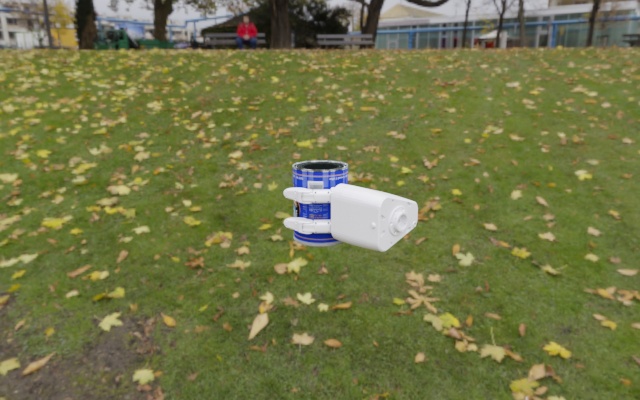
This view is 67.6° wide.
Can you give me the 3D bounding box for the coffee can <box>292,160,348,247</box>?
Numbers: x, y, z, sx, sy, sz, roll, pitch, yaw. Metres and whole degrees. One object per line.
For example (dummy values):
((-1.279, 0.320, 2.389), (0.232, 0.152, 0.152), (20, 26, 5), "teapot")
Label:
((0.000, 0.003, 0.884), (0.103, 0.140, 0.102), (0, 14, 0), "coffee can")
